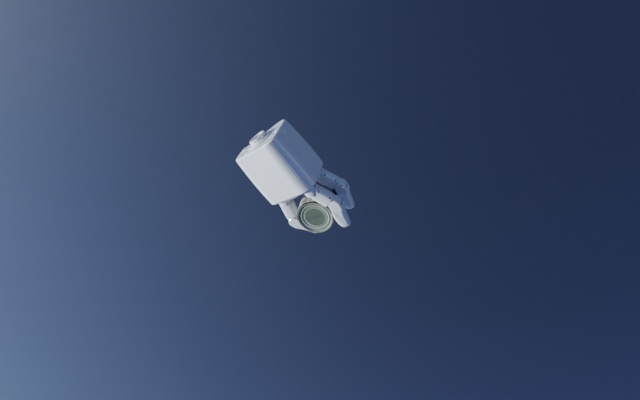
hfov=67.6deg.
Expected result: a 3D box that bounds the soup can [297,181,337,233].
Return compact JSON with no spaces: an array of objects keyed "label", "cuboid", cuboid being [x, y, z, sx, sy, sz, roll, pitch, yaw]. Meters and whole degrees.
[{"label":"soup can","cuboid":[0.000,0.003,0.875,0.068,0.068,0.102,0,33,13]}]
